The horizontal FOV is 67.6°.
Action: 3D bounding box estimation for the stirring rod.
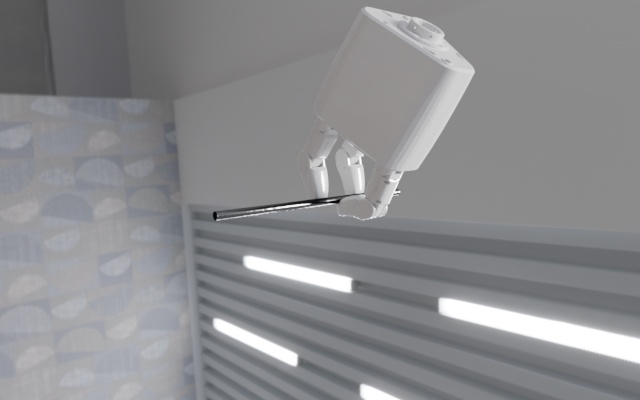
[{"bbox_3d":[0.000,0.002,0.490,0.239,0.011,0.011,-7,5,-40],"label":"stirring rod"}]
